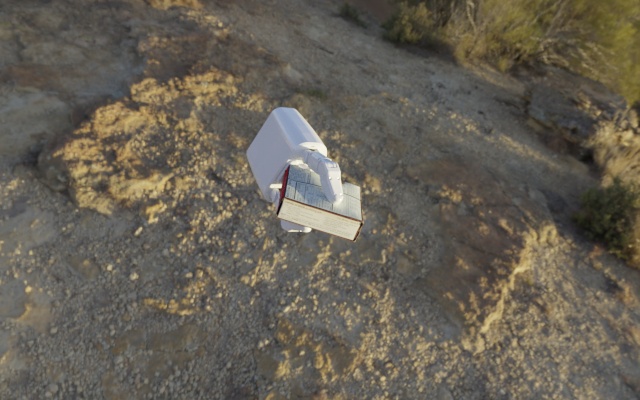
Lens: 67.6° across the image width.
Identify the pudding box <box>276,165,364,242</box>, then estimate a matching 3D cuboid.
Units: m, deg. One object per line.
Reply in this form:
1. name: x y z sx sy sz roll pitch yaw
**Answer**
1. pudding box: 0.000 0.002 0.647 0.113 0.039 0.090 16 33 -8
